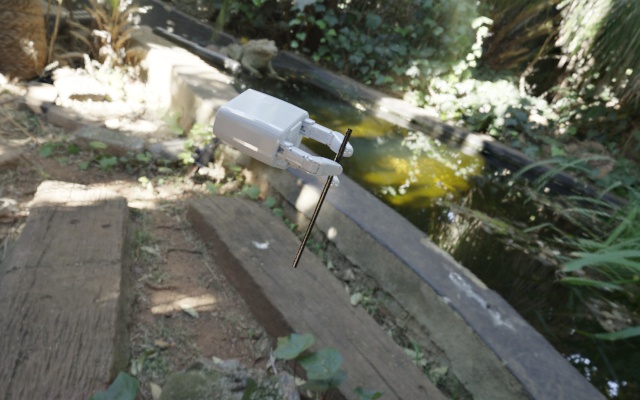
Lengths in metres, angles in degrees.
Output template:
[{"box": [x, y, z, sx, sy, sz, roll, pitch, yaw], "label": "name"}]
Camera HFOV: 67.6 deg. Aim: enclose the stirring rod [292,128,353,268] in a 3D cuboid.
[{"box": [0.000, 0.002, 0.726, 0.011, 0.240, 0.011, 19, 21, -8], "label": "stirring rod"}]
